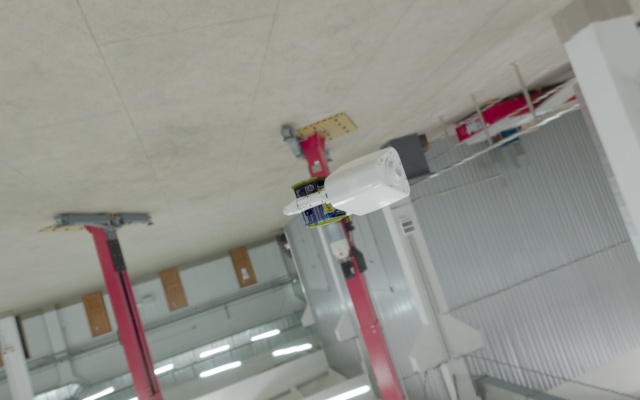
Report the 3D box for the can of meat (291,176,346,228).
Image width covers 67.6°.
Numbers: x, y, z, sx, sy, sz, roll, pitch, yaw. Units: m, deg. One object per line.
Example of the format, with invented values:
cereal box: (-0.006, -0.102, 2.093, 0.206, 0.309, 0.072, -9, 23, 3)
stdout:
can of meat: (0.000, 0.003, 0.898, 0.057, 0.084, 0.102, -22, -7, 30)
